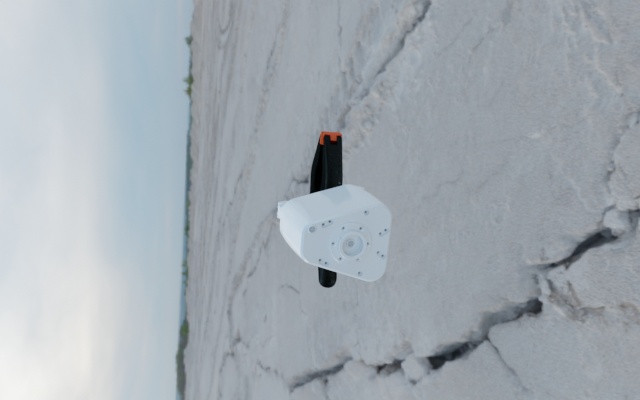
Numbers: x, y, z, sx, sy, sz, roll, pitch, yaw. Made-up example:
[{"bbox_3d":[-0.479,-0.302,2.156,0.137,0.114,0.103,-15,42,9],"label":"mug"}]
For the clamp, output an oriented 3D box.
[{"bbox_3d":[-0.001,0.002,0.706,0.036,0.210,0.164,2,11,-16],"label":"clamp"}]
